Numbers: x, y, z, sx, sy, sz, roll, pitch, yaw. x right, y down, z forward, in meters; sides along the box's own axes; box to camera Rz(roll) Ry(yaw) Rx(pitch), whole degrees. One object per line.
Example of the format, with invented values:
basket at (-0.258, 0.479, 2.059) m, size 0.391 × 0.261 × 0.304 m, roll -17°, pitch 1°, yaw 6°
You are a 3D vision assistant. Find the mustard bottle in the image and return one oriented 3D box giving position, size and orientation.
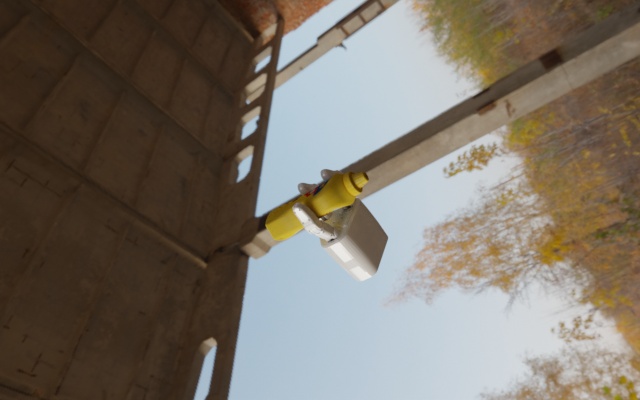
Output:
mustard bottle at (0.000, 0.003, 0.823) m, size 0.192 × 0.058 × 0.096 m, roll -29°, pitch 3°, yaw 26°
